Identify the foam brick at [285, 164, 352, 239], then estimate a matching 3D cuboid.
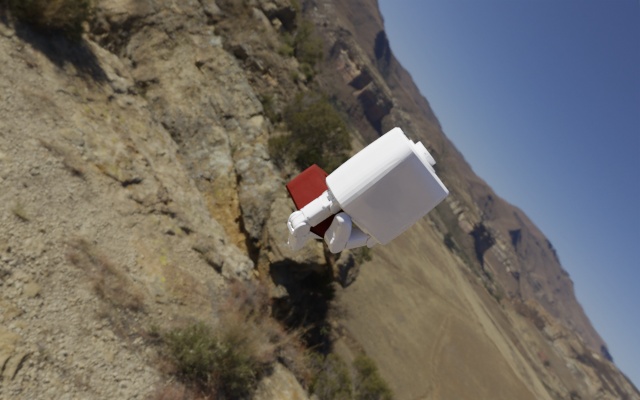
[{"bbox_3d":[0.000,0.002,0.622,0.051,0.078,0.053,-38,-36,14],"label":"foam brick"}]
